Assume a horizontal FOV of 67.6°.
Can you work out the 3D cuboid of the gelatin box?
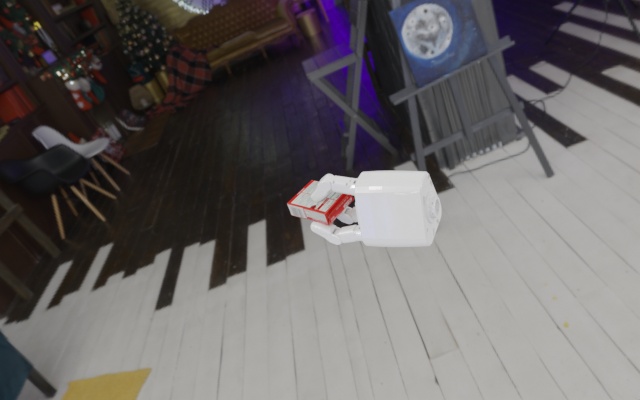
[{"bbox_3d":[0.000,0.002,0.817,0.089,0.030,0.073,13,45,37],"label":"gelatin box"}]
